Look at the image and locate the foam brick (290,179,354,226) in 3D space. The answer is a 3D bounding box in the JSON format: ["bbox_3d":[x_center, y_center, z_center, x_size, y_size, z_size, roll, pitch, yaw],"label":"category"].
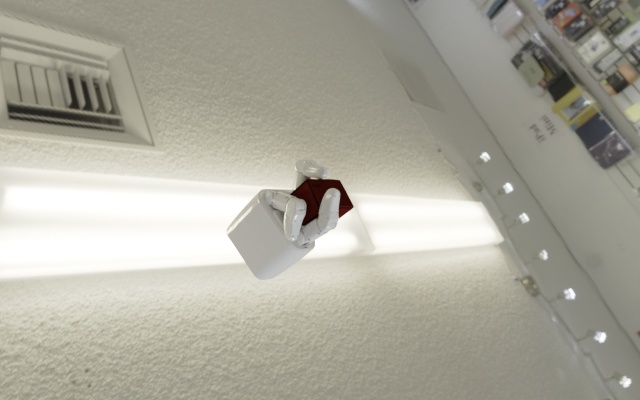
[{"bbox_3d":[0.000,0.002,0.722,0.078,0.053,0.051,0,-33,-47],"label":"foam brick"}]
